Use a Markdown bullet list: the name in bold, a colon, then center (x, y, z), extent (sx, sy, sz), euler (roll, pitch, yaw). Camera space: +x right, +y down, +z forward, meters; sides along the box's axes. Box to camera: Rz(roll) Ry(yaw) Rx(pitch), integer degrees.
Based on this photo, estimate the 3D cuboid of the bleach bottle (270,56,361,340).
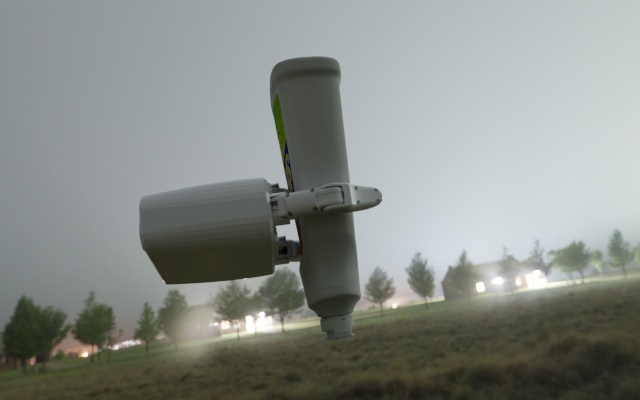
- **bleach bottle**: center (0.000, 0.001, 0.452), extent (0.068, 0.250, 0.102), euler (-7, -12, -9)
